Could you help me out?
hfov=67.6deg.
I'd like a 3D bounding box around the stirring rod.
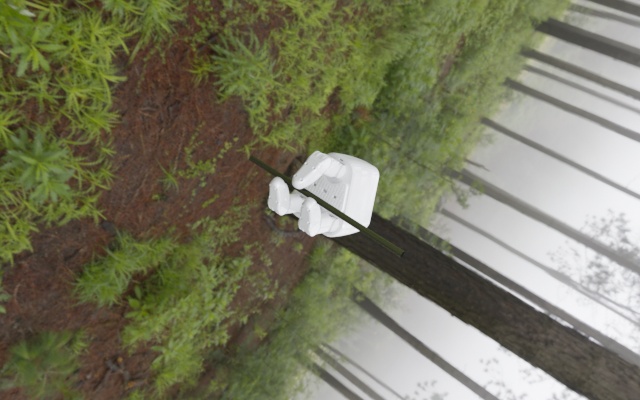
[{"bbox_3d":[0.000,0.002,0.587,0.239,0.011,0.011,32,15,24],"label":"stirring rod"}]
